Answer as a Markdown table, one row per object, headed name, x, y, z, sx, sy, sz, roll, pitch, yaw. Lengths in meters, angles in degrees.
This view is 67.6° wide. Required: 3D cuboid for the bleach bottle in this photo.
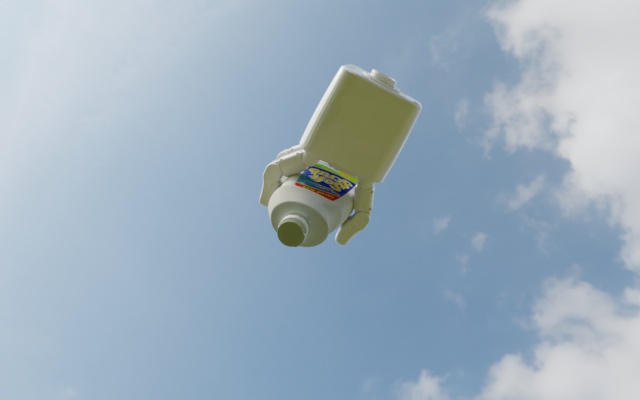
| name | x | y | z | sx | sy | sz | roll | pitch | yaw |
| --- | --- | --- | --- | --- | --- | --- | --- | --- | --- |
| bleach bottle | 0.000 | 0.002 | 0.599 | 0.102 | 0.068 | 0.250 | 30 | 20 | 1 |
